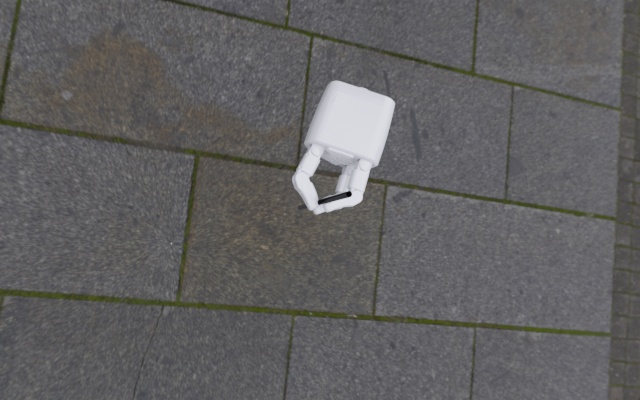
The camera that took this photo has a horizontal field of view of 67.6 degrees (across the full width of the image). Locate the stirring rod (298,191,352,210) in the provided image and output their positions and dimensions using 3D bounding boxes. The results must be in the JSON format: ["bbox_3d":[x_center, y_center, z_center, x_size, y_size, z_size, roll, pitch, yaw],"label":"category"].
[{"bbox_3d":[0.000,0.002,0.708,0.011,0.011,0.239,0,-5,-17],"label":"stirring rod"}]
